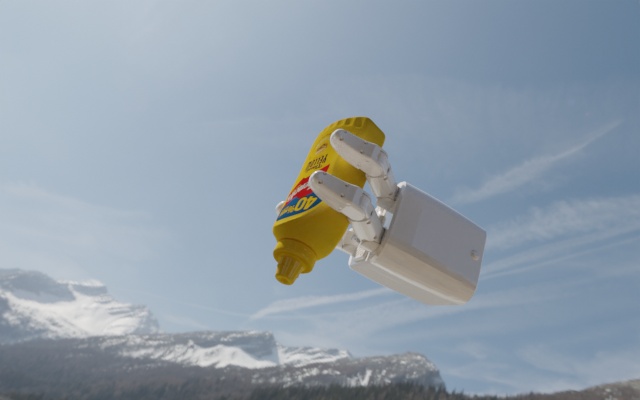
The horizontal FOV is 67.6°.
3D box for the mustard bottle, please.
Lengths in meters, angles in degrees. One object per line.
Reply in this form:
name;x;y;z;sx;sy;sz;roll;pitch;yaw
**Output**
mustard bottle;0.000;0.001;0.489;0.058;0.191;0.096;43;-38;-25
